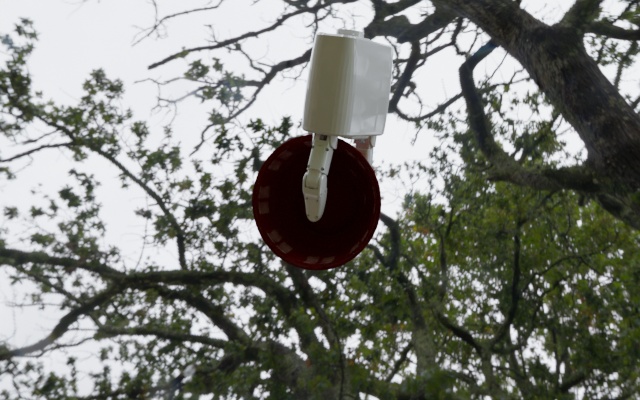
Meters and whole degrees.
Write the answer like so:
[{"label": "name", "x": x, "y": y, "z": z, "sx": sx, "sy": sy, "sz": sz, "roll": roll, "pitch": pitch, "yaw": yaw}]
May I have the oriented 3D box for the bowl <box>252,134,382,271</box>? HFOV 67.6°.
[{"label": "bowl", "x": 0.000, "y": 0.003, "z": 0.586, "sx": 0.162, "sy": 0.162, "sz": 0.055, "roll": 0, "pitch": 1, "yaw": 19}]
